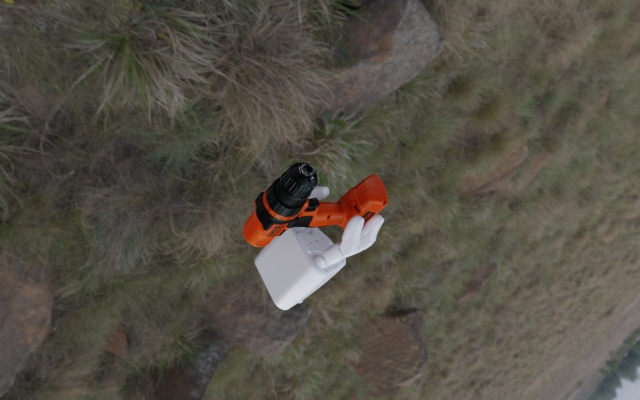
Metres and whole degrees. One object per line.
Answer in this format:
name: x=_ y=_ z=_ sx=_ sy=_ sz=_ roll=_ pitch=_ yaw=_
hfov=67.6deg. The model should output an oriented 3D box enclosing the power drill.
power drill: x=0.000 y=0.002 z=0.672 sx=0.187 sy=0.057 sz=0.184 roll=-3 pitch=-26 yaw=-33
